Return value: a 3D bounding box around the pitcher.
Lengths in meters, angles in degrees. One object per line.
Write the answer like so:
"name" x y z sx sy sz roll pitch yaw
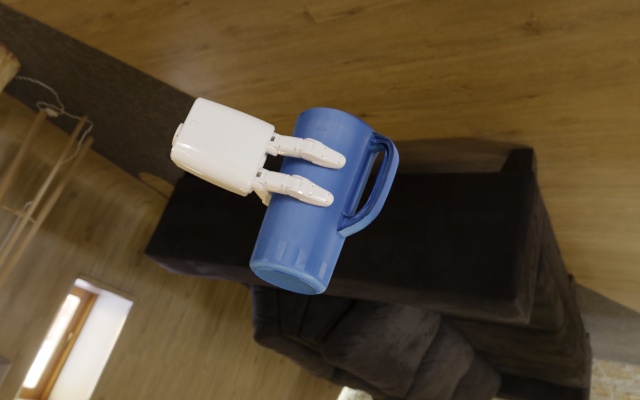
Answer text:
"pitcher" 0.000 0.002 0.666 0.145 0.242 0.149 23 -23 -11
